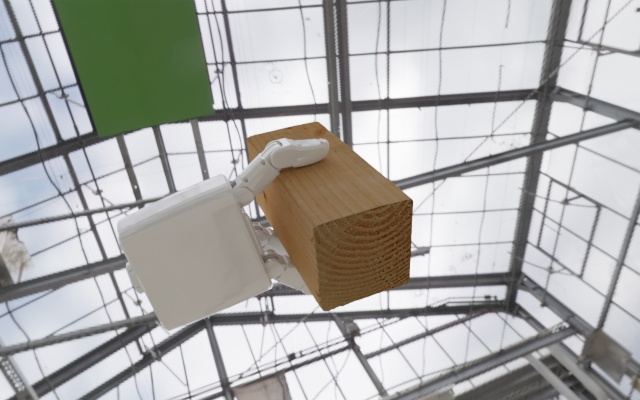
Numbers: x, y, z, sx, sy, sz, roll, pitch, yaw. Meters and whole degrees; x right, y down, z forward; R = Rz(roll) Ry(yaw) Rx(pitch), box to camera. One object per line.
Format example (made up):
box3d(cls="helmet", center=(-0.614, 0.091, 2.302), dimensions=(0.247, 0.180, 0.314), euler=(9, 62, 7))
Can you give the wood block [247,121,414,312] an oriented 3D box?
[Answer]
box3d(cls="wood block", center=(0.000, 0.001, 0.478), dimensions=(0.090, 0.091, 0.206), euler=(-15, 32, -17))
